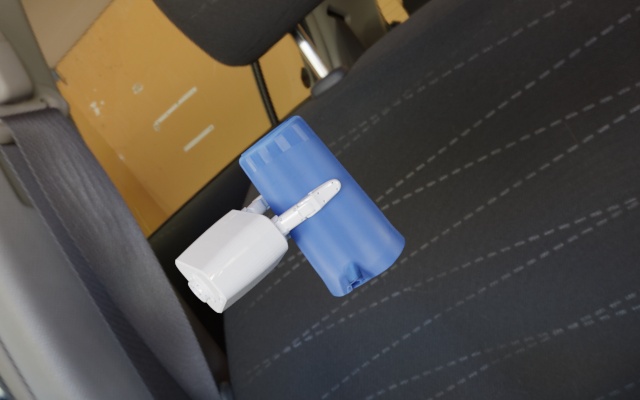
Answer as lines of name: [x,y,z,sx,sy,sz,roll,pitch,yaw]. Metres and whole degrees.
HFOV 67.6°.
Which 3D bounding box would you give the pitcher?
pitcher: [0.000,0.002,0.687,0.145,0.243,0.149,-42,11,-26]
